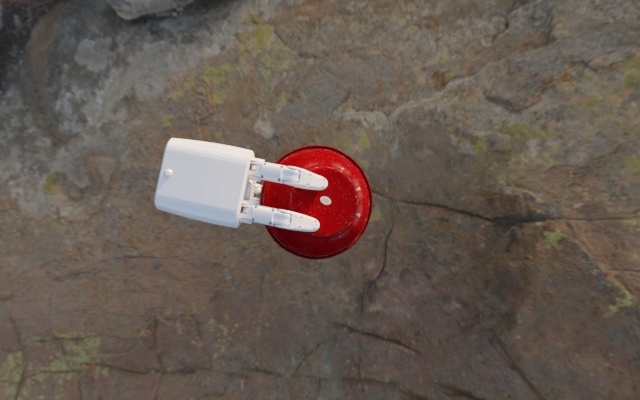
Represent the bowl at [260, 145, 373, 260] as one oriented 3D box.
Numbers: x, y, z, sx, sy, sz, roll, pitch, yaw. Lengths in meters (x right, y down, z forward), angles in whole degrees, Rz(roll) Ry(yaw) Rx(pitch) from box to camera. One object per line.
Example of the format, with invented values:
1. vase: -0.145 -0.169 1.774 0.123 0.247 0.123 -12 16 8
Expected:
1. bowl: 0.001 0.002 0.649 0.162 0.162 0.055 0 -1 -11
